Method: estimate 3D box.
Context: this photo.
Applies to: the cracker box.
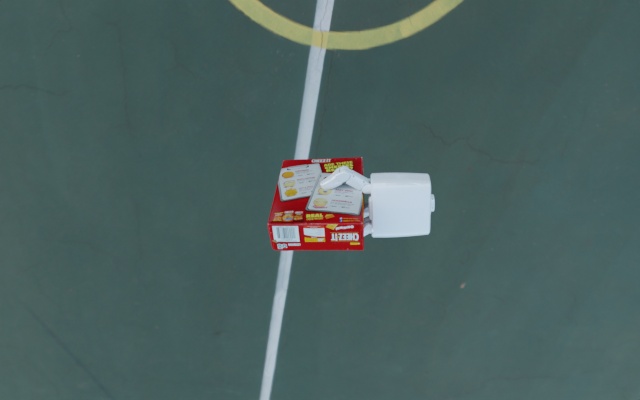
[{"bbox_3d":[0.000,0.003,0.897,0.164,0.072,0.213,-1,35,5],"label":"cracker box"}]
